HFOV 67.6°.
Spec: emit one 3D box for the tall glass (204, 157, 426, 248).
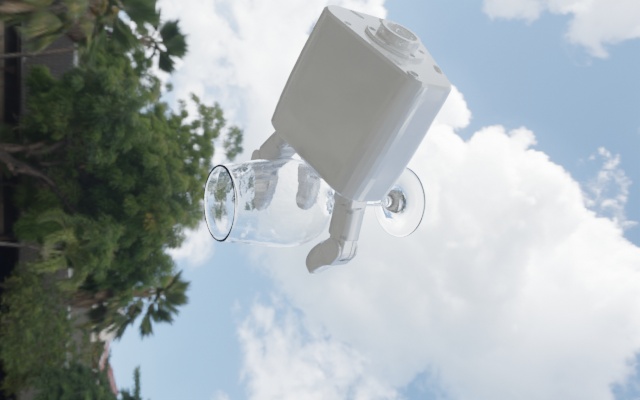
[{"bbox_3d":[0.001,0.002,0.436,0.201,0.079,0.079,-1,0,-35],"label":"tall glass"}]
